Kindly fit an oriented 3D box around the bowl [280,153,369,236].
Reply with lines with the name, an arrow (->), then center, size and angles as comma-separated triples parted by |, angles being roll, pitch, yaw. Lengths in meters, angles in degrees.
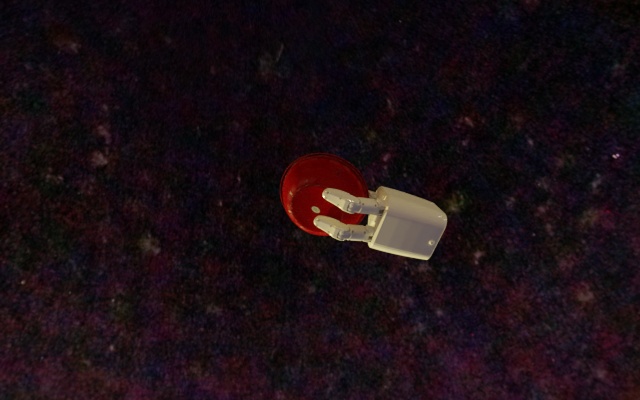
bowl -> -0.001, 0.003, 0.820 | 0.162, 0.162, 0.055 | 0, 27, 15
